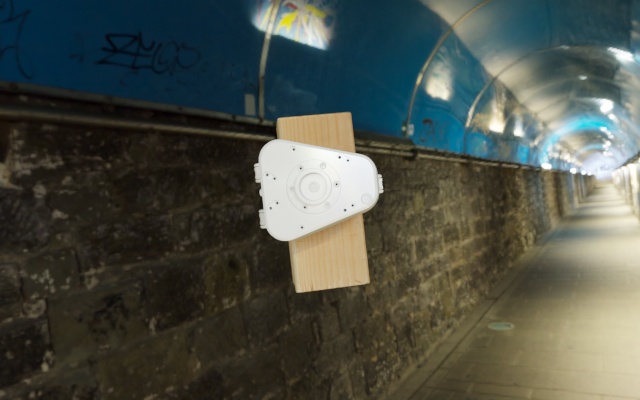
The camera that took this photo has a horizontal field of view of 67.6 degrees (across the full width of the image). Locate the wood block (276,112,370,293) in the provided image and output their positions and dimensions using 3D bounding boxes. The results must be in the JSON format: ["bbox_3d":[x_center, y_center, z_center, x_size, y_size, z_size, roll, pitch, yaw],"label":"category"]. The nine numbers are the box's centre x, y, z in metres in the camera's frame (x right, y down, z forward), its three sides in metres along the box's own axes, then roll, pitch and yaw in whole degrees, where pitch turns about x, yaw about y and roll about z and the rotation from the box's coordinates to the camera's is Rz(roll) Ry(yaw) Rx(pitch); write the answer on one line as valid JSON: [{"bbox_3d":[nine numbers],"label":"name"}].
[{"bbox_3d":[0.000,0.002,0.605,0.091,0.206,0.090,-6,0,-6],"label":"wood block"}]
